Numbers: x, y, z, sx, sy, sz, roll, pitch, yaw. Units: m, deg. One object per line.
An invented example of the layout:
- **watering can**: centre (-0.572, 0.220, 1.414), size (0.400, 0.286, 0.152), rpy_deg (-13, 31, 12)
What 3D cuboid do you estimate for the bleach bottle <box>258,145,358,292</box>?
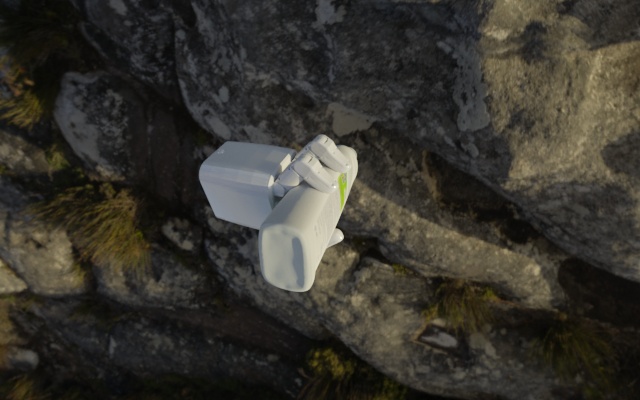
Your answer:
- **bleach bottle**: centre (0.000, 0.002, 0.646), size (0.068, 0.103, 0.250), rpy_deg (11, 35, 17)
